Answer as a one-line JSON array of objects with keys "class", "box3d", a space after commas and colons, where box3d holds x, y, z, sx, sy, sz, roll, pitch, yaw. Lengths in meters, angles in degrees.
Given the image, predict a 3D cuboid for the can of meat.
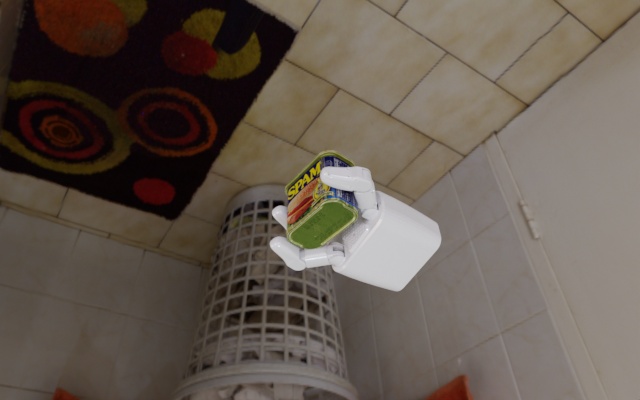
[{"class": "can of meat", "box3d": [0.000, 0.002, 0.600, 0.057, 0.083, 0.102, 27, -50, -29]}]
